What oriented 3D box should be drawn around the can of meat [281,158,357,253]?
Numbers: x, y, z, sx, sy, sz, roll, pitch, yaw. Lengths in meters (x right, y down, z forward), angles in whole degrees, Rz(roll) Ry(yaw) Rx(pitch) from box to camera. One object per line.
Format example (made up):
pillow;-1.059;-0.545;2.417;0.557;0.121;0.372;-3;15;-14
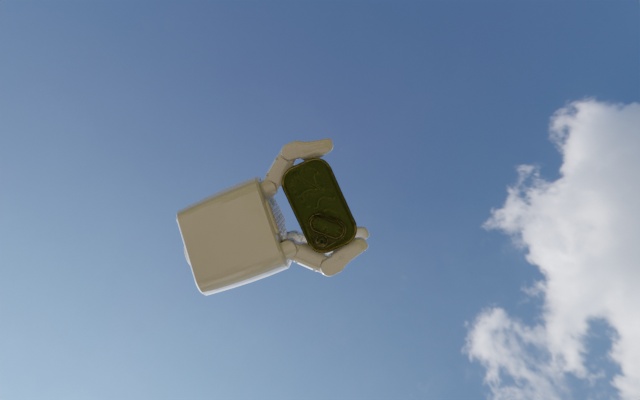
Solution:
can of meat;0.000;0.002;0.554;0.057;0.102;0.084;-24;5;4
